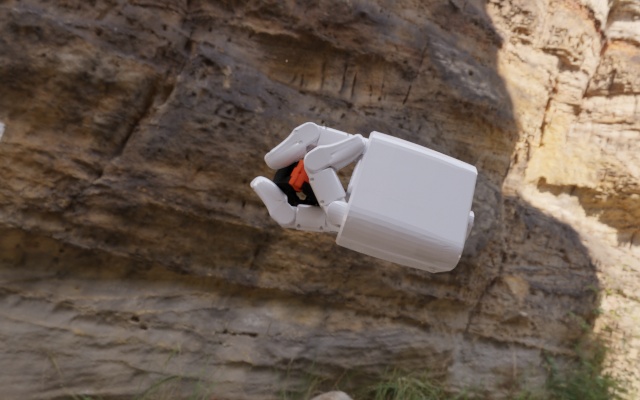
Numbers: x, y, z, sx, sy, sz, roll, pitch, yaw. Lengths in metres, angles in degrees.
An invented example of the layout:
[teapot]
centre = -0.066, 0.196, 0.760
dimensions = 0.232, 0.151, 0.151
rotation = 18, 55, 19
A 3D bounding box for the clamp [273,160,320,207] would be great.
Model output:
[clamp]
centre = 0.000, 0.001, 0.527
dimensions = 0.120, 0.039, 0.171
rotation = 18, -10, 3
